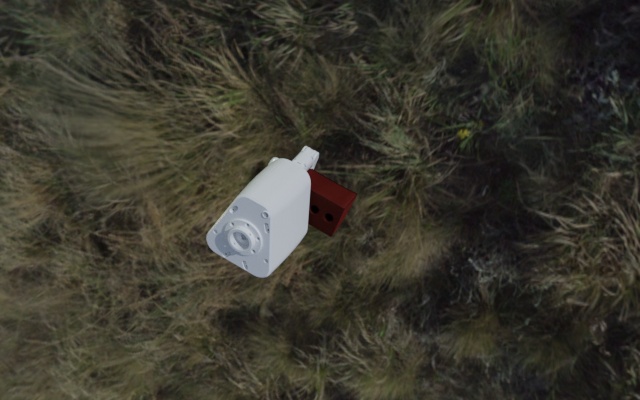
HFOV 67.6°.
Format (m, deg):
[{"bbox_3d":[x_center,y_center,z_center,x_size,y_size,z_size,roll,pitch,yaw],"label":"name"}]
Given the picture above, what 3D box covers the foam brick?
[{"bbox_3d":[0.000,0.002,0.654,0.078,0.053,0.051,29,33,7],"label":"foam brick"}]
